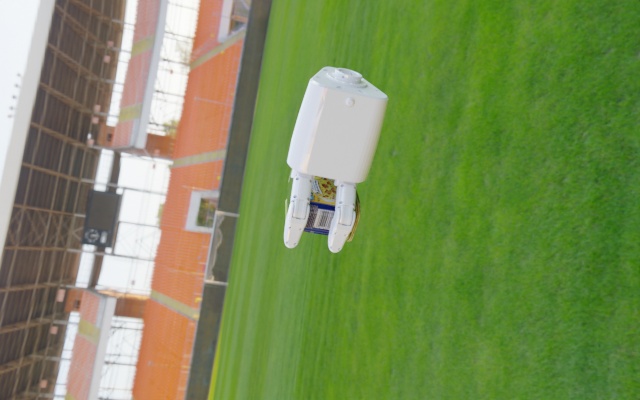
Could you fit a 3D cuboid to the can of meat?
[{"bbox_3d":[0.000,0.002,0.624,0.084,0.057,0.102,10,31,-11],"label":"can of meat"}]
